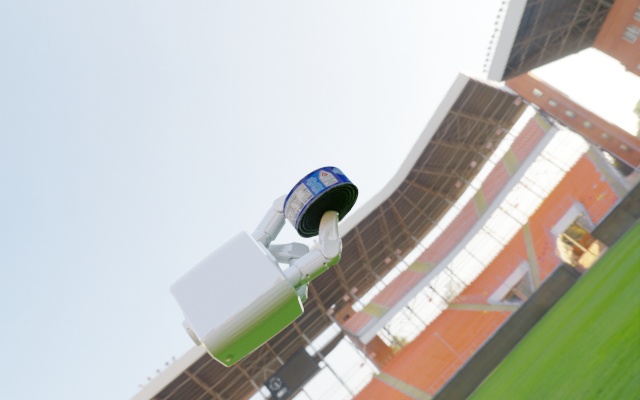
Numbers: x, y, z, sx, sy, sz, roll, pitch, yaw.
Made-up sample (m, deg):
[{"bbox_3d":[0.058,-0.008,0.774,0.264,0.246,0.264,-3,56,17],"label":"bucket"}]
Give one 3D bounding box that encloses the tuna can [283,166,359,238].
[{"bbox_3d":[0.000,0.001,0.547,0.086,0.086,0.033,0,43,-52],"label":"tuna can"}]
